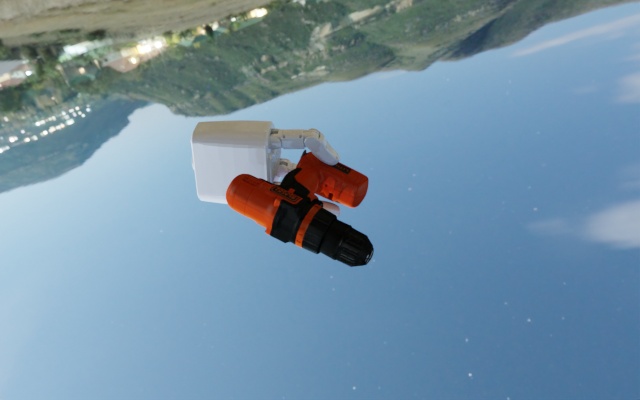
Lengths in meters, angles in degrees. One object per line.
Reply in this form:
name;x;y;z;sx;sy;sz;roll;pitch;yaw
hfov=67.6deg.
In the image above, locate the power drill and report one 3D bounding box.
power drill;0.000;0.002;0.604;0.184;0.057;0.187;27;24;11
